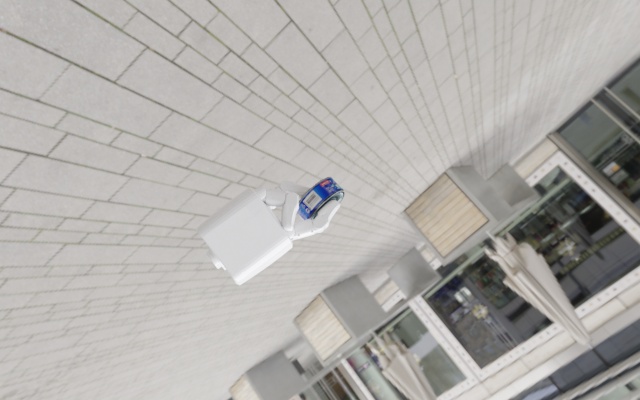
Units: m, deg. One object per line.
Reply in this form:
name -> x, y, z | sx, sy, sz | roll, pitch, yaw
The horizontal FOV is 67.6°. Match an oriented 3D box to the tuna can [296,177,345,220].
tuna can -> 0.001, 0.003, 0.804 | 0.033, 0.086, 0.086 | 46, 16, 16
